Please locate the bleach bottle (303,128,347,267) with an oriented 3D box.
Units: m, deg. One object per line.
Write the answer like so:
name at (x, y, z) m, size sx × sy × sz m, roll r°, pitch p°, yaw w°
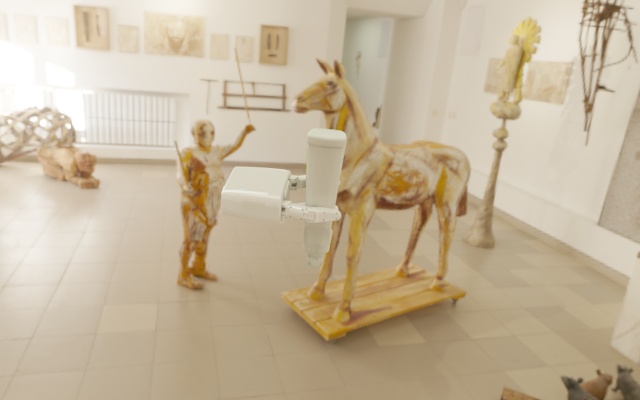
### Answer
bleach bottle at (0.000, 0.003, 0.856) m, size 0.068 × 0.251 × 0.102 m, roll 7°, pitch 17°, yaw 2°
